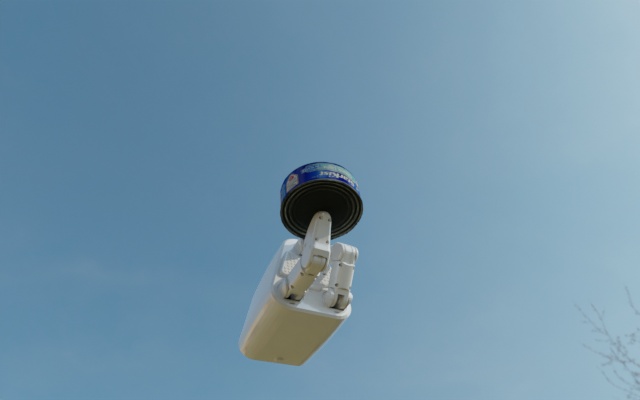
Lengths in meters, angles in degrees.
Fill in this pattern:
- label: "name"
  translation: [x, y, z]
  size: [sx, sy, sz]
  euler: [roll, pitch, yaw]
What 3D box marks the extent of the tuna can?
- label: "tuna can"
  translation: [0.000, 0.001, 0.501]
  size: [0.086, 0.086, 0.033]
  euler: [0, 41, -7]
